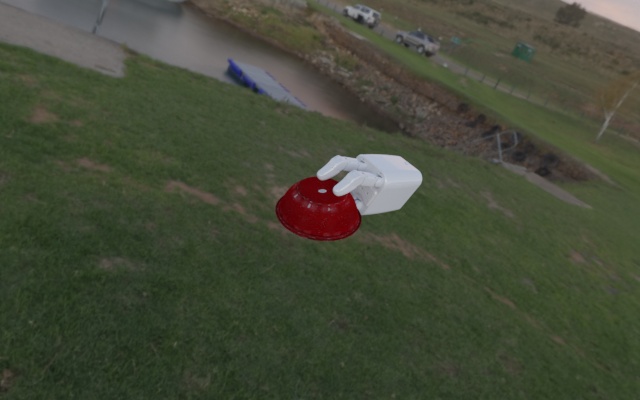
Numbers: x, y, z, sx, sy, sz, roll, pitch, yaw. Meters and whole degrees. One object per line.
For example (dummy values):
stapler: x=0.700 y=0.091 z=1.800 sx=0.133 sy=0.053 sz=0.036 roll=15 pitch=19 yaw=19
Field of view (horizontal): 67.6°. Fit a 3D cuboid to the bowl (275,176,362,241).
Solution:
bowl: x=-0.001 y=0.003 z=0.869 sx=0.162 sy=0.055 sz=0.162 roll=6 pitch=35 yaw=-4
